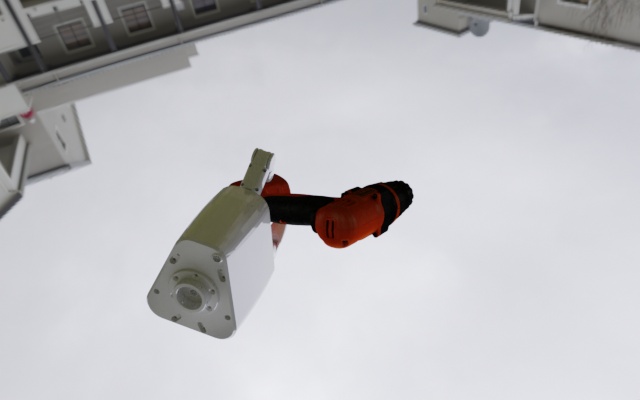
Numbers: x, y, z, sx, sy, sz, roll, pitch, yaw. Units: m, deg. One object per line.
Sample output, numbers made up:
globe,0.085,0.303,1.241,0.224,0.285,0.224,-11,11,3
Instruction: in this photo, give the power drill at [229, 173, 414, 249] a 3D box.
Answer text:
power drill,0.000,0.002,0.564,0.187,0.057,0.184,5,12,31
